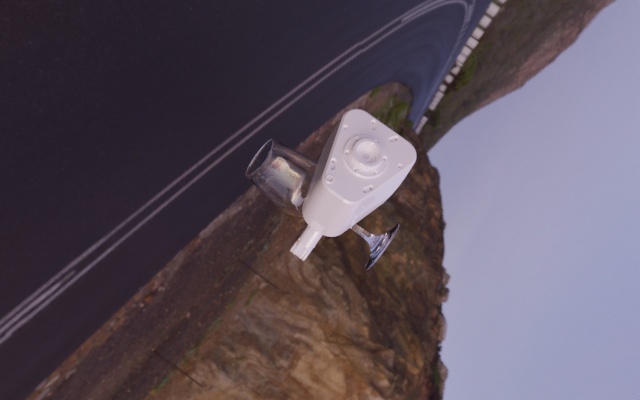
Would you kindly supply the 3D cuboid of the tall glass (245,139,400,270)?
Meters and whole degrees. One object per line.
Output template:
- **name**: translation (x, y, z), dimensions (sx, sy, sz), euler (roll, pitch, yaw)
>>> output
- **tall glass**: translation (0.001, 0.003, 0.624), dimensions (0.201, 0.079, 0.079), euler (36, 2, 3)
